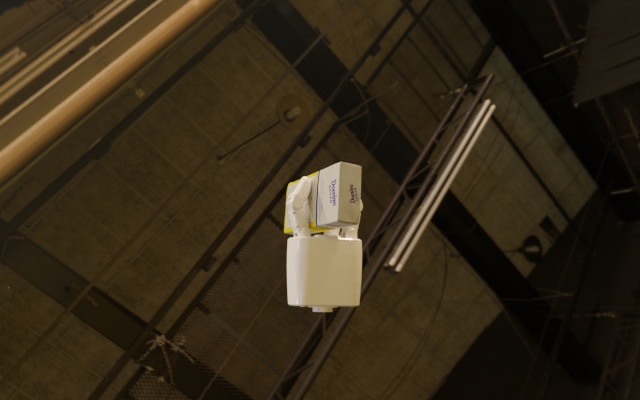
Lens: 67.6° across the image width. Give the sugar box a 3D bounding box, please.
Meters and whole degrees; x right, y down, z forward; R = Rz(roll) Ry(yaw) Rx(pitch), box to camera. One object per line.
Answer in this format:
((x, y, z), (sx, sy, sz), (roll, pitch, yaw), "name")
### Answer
((0.001, 0.003, 0.778), (0.048, 0.093, 0.176), (11, -14, -31), "sugar box")
